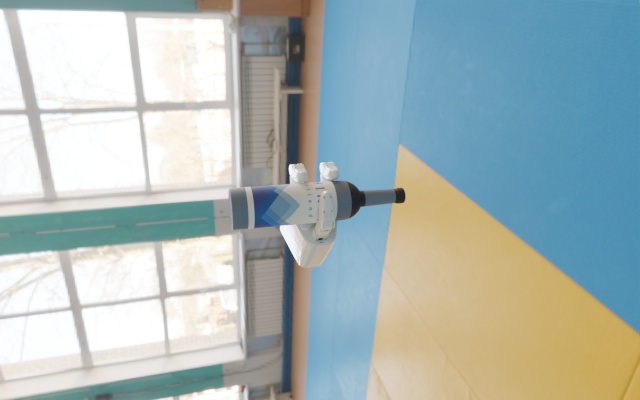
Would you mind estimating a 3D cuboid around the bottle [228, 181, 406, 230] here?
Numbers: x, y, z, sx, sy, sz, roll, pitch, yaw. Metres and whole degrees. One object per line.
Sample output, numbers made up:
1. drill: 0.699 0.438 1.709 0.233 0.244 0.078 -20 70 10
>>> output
1. bottle: 0.000 0.003 0.789 0.296 0.069 0.069 -5 1 -15
